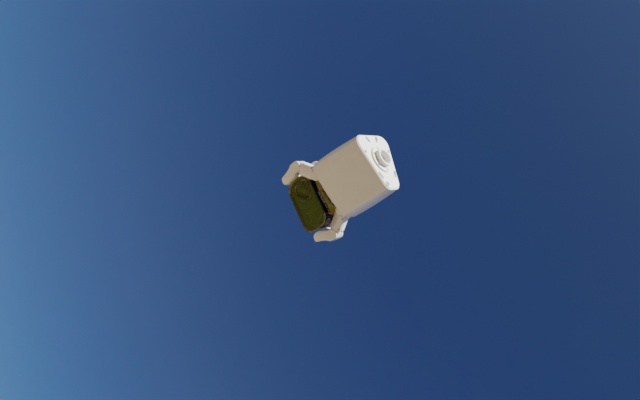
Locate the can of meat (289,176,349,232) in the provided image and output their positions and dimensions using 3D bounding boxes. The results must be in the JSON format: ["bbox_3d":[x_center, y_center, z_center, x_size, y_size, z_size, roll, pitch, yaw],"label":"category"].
[{"bbox_3d":[0.000,0.003,0.896,0.057,0.102,0.084,-36,-18,36],"label":"can of meat"}]
